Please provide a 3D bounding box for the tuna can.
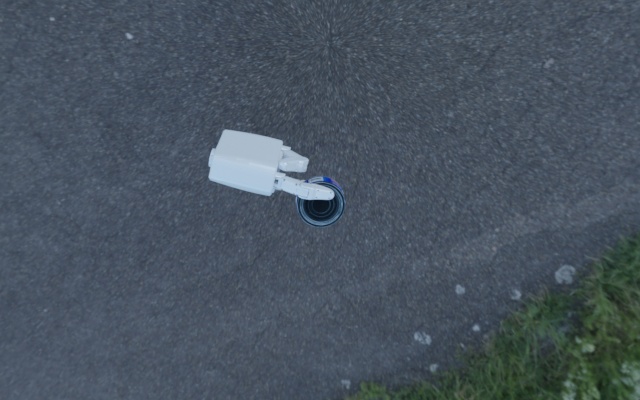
[{"bbox_3d":[0.000,0.003,0.824,0.086,0.086,0.033,0,19,-5],"label":"tuna can"}]
